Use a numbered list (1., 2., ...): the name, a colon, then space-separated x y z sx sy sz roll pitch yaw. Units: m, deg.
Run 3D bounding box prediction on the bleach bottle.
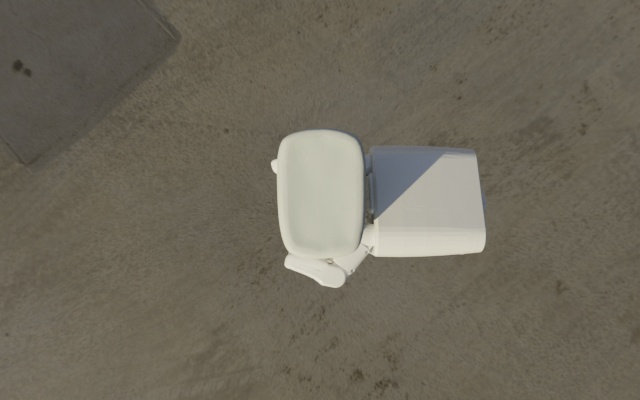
1. bleach bottle: 0.000 0.002 0.478 0.068 0.102 0.251 0 -2 0
